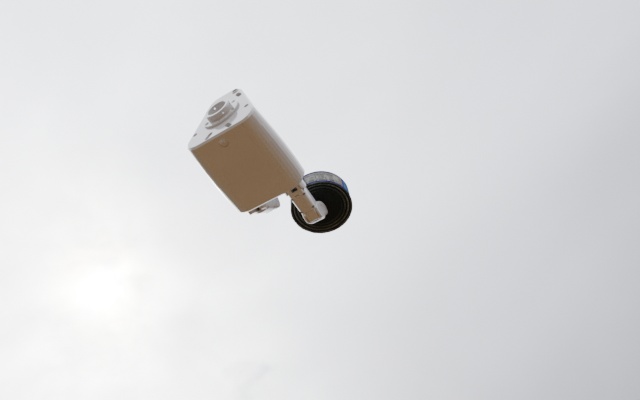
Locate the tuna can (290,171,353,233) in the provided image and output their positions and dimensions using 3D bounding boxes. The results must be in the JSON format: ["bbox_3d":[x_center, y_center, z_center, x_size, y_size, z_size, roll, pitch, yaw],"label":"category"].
[{"bbox_3d":[0.000,0.002,0.667,0.086,0.086,0.033,0,34,-7],"label":"tuna can"}]
